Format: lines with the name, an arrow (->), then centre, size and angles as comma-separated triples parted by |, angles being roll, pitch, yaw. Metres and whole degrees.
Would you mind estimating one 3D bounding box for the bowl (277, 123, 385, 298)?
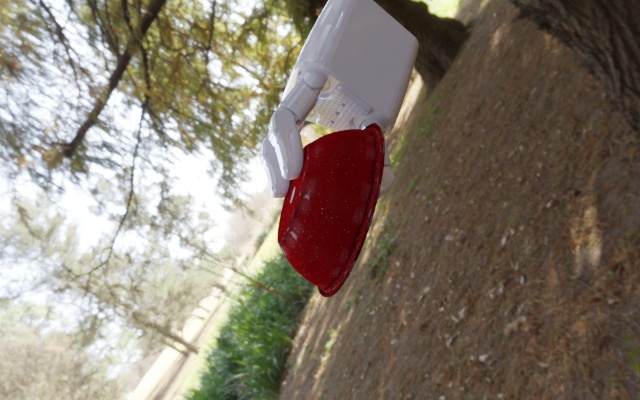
bowl -> -0.001, 0.002, 0.426 | 0.055, 0.162, 0.162 | 16, -3, -11
